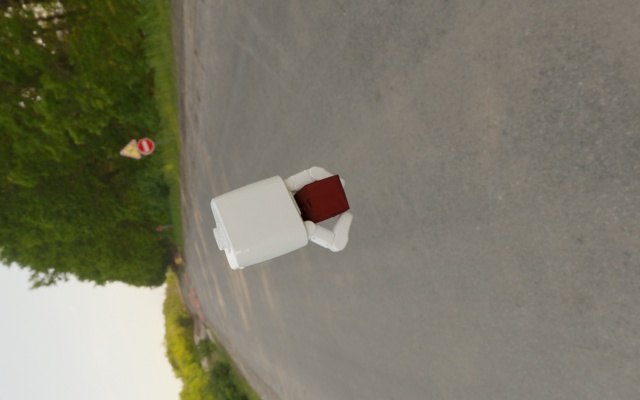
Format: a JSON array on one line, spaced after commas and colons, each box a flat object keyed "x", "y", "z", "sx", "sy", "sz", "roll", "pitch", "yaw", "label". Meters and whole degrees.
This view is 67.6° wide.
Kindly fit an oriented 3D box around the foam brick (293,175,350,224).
[{"x": 0.000, "y": 0.002, "z": 0.687, "sx": 0.051, "sy": 0.053, "sz": 0.078, "roll": -18, "pitch": -6, "yaw": -19, "label": "foam brick"}]
